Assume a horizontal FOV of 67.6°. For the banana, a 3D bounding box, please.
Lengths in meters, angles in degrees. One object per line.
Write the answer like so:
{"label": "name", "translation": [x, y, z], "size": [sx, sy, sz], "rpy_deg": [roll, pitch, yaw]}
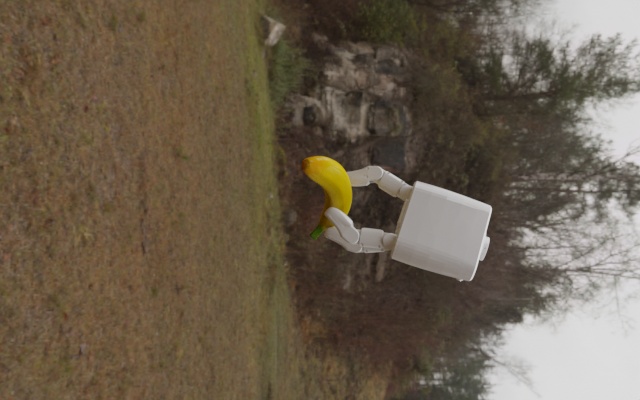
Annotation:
{"label": "banana", "translation": [0.013, -0.008, 0.644], "size": [0.037, 0.069, 0.198], "rpy_deg": [37, -23, 23]}
